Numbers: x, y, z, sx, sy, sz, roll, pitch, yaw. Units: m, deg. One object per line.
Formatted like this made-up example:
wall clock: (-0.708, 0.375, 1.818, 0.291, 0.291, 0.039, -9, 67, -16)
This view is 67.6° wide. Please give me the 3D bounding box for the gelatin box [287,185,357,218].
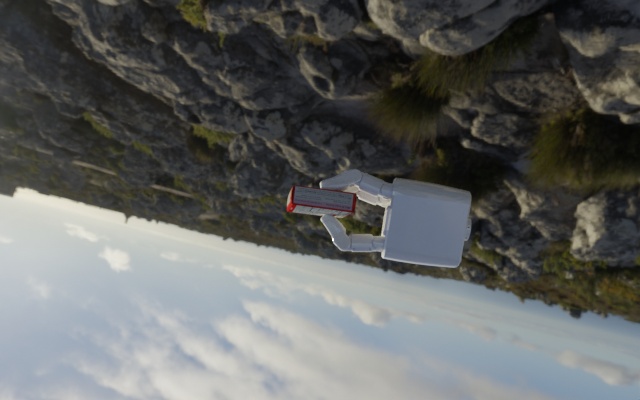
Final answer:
gelatin box: (0.000, 0.003, 0.673, 0.089, 0.030, 0.073, 7, -9, -7)
